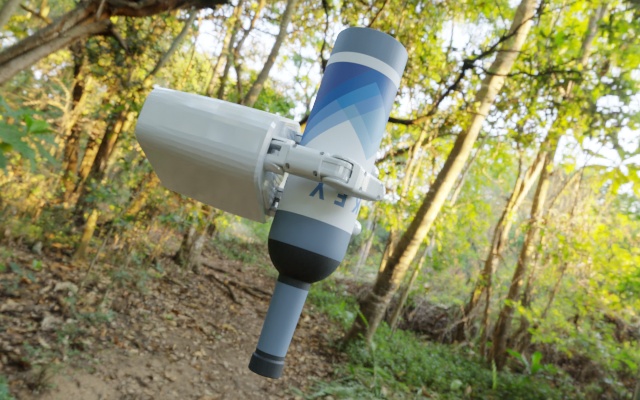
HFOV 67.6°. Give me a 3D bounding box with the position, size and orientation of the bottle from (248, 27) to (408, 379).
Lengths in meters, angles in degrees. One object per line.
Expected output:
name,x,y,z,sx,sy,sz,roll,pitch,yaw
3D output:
bottle,0.000,0.001,0.407,0.069,0.295,0.069,18,-8,3
